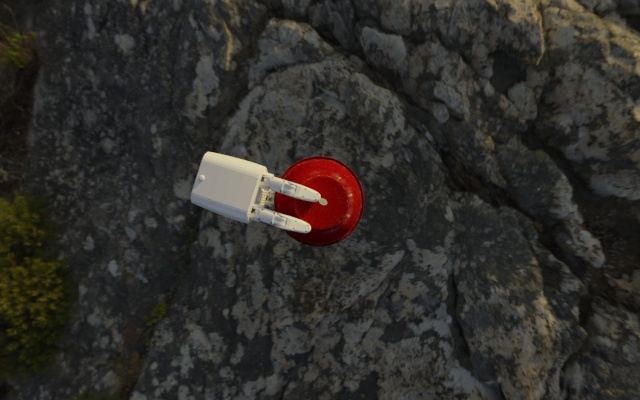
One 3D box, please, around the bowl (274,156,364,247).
[{"bbox_3d":[0.001,0.003,0.825,0.162,0.162,0.055,0,2,-5],"label":"bowl"}]
